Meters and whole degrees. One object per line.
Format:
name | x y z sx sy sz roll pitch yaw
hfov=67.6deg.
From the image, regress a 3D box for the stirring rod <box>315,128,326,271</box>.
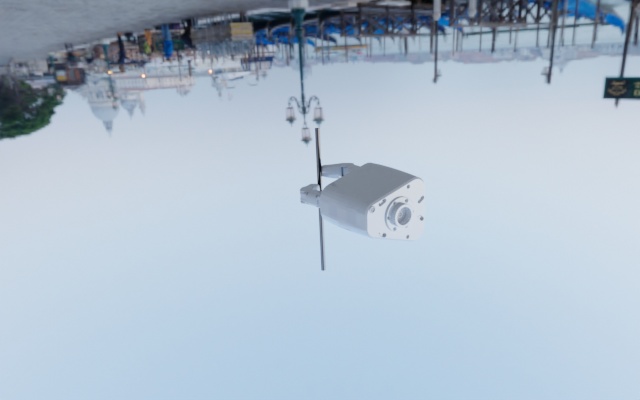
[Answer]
stirring rod | 0.000 0.002 0.778 0.011 0.239 0.011 -2 16 1
